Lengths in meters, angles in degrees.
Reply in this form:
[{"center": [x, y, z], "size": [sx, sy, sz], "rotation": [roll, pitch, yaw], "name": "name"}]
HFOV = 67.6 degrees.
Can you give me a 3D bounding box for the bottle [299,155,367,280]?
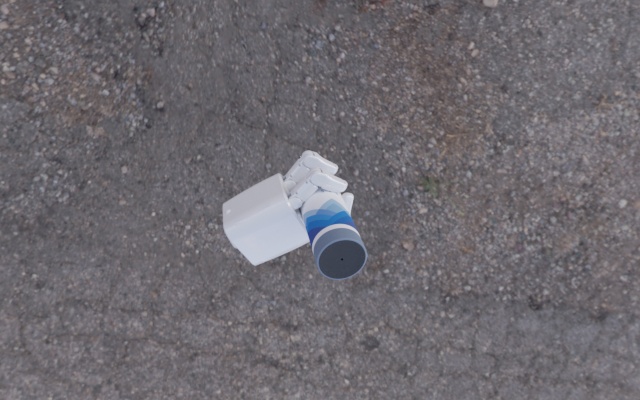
[{"center": [0.000, 0.003, 0.734], "size": [0.069, 0.069, 0.295], "rotation": [0, 30, -13], "name": "bottle"}]
